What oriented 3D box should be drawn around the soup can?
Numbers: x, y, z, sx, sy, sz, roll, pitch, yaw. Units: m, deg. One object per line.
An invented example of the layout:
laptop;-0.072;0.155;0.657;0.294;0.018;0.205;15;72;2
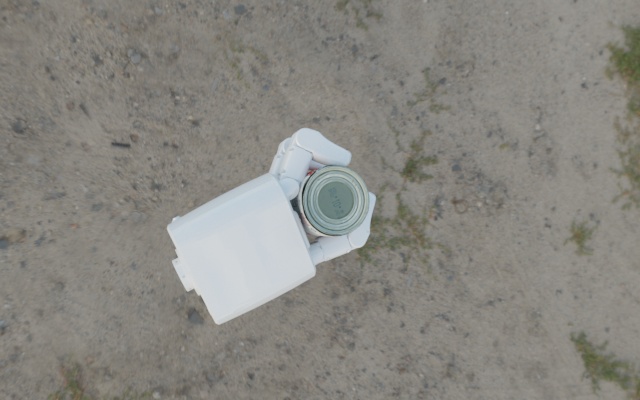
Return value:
soup can;0.001;0.001;0.483;0.068;0.068;0.102;0;-2;-17
